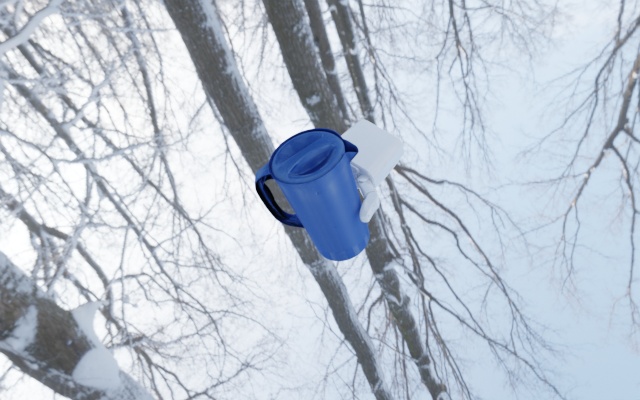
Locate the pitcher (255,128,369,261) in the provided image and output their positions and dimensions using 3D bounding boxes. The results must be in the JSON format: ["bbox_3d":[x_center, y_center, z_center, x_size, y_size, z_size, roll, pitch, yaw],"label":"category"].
[{"bbox_3d":[0.000,0.003,0.861,0.149,0.145,0.243,22,-30,37],"label":"pitcher"}]
